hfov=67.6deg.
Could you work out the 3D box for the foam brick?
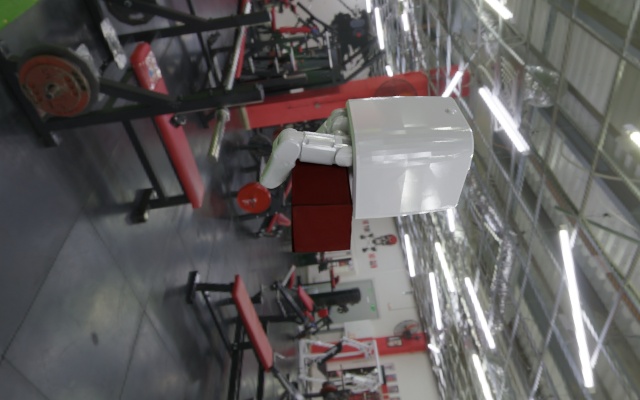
[{"bbox_3d":[0.000,0.002,0.426,0.051,0.053,0.078,0,37,-2],"label":"foam brick"}]
